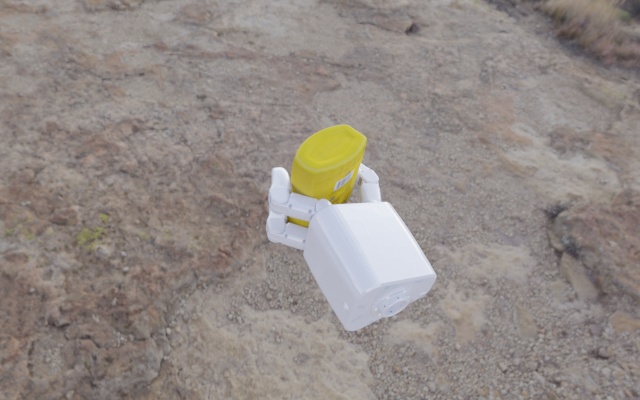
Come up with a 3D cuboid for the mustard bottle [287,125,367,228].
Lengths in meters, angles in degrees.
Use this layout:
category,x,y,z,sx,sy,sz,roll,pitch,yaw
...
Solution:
category,x,y,z,sx,sy,sz,roll,pitch,yaw
mustard bottle,0.000,0.002,0.596,0.058,0.192,0.096,36,52,21
